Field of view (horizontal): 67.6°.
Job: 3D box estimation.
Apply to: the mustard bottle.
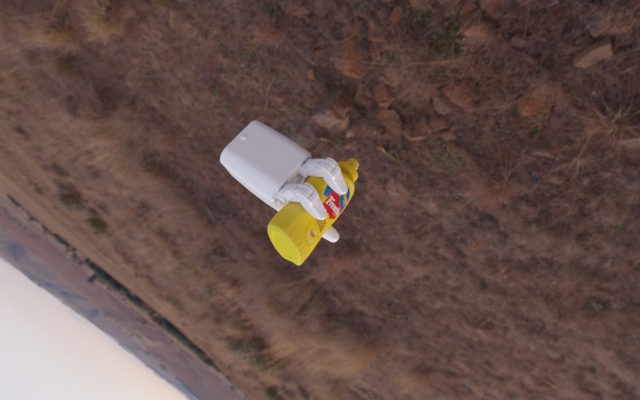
[{"bbox_3d":[0.000,0.003,0.743,0.058,0.191,0.096,22,-31,32],"label":"mustard bottle"}]
